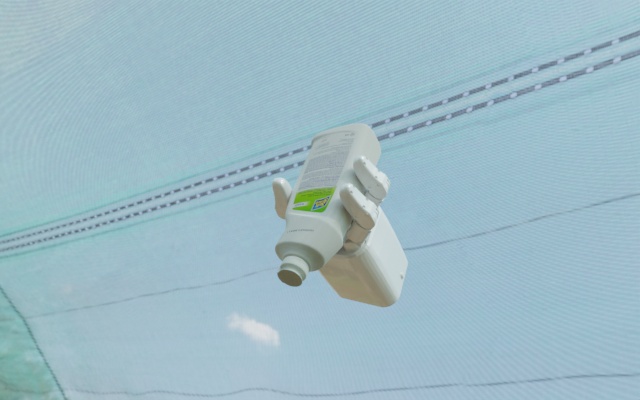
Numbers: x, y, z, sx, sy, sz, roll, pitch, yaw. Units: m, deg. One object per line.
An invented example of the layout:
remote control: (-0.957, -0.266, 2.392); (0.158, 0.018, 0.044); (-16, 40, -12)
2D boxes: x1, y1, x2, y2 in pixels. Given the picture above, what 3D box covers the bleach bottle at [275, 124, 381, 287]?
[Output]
bleach bottle: (0.000, 0.002, 0.596); (0.102, 0.068, 0.250); (-11, 36, 33)
